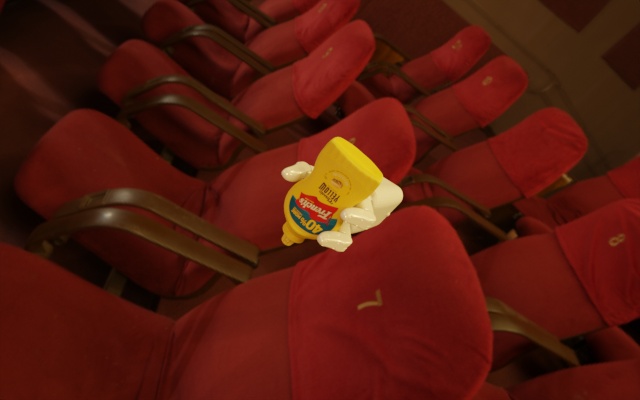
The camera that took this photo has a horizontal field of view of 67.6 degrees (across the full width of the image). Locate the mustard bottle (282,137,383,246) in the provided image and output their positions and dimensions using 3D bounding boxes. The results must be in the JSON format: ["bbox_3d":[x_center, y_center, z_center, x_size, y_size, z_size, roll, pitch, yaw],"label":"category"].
[{"bbox_3d":[0.000,0.002,0.727,0.096,0.192,0.058,40,28,-1],"label":"mustard bottle"}]
